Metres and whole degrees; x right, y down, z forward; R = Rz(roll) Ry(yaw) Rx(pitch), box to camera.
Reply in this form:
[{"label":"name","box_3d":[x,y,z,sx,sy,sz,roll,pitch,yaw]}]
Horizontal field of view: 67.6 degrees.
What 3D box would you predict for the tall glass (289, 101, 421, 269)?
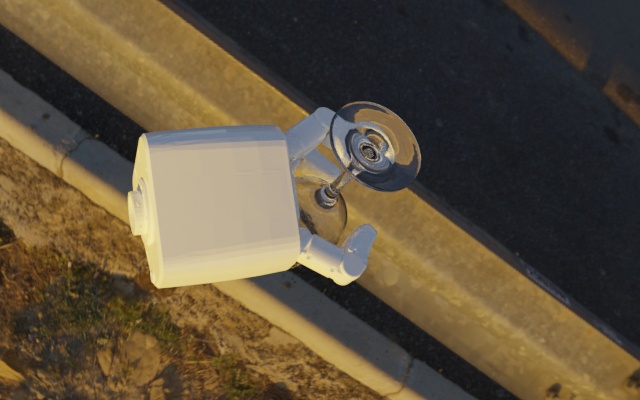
[{"label":"tall glass","box_3d":[0.000,0.001,0.421,0.079,0.079,0.201,0,-24,-26]}]
